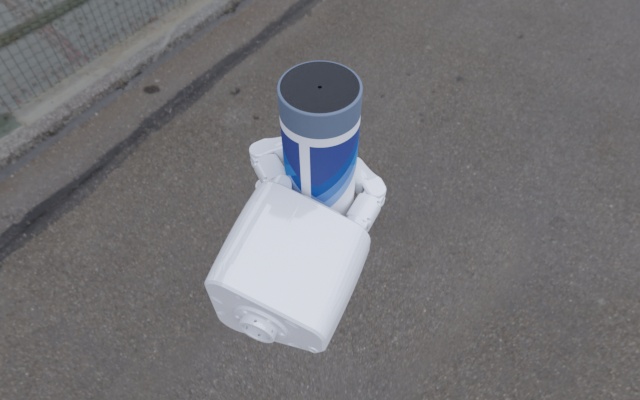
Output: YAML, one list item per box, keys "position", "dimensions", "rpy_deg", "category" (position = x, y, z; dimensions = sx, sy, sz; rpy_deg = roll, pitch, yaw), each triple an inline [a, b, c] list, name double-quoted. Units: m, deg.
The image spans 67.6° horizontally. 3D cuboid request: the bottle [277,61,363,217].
- position: [0.000, 0.001, 0.484]
  dimensions: [0.069, 0.069, 0.296]
  rpy_deg: [0, -37, 0]
  category: "bottle"
